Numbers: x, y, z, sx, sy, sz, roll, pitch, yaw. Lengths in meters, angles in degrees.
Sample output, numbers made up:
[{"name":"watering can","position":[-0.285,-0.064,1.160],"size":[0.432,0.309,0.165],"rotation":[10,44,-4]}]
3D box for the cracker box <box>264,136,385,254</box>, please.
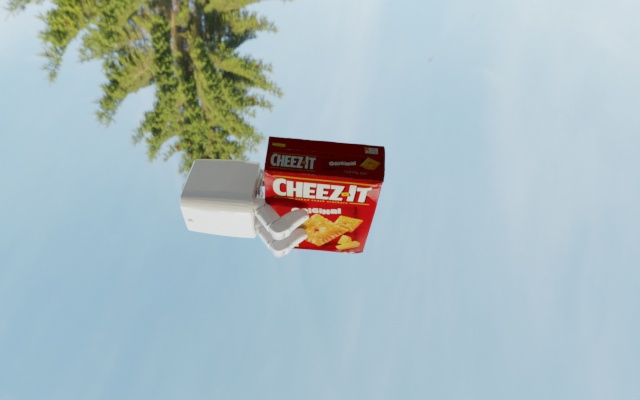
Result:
[{"name":"cracker box","position":[0.000,0.002,0.731],"size":[0.164,0.072,0.214],"rotation":[4,-33,-1]}]
